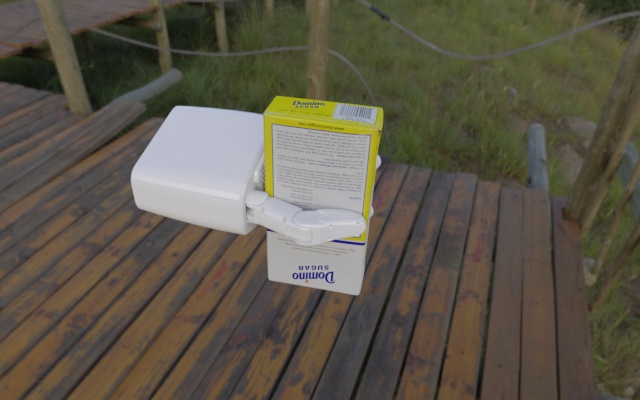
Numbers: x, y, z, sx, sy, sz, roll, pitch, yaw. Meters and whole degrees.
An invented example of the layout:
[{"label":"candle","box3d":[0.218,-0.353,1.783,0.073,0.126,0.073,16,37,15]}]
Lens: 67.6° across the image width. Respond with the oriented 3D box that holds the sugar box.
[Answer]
[{"label":"sugar box","box3d":[0.000,0.001,0.426,0.093,0.176,0.048,9,37,8]}]
